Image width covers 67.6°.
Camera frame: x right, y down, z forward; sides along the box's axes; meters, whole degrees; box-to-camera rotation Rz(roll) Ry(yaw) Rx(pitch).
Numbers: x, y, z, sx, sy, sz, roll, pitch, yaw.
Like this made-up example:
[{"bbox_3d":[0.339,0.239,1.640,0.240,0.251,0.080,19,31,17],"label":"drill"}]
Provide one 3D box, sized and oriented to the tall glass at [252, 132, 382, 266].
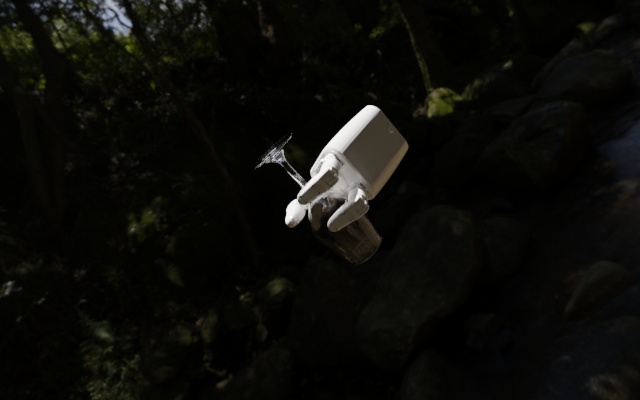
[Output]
[{"bbox_3d":[0.000,0.002,0.672,0.079,0.201,0.079,-39,15,12],"label":"tall glass"}]
